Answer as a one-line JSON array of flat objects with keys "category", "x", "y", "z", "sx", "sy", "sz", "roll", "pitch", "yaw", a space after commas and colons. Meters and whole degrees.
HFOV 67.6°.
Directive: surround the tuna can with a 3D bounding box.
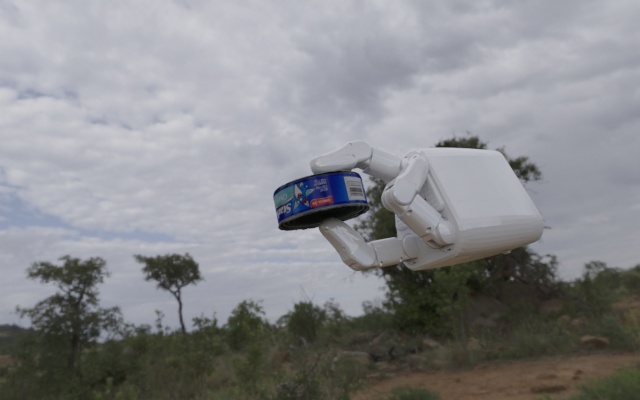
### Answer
[{"category": "tuna can", "x": 0.000, "y": 0.001, "z": 0.441, "sx": 0.086, "sy": 0.033, "sz": 0.086, "roll": -12, "pitch": -12, "yaw": -2}]
